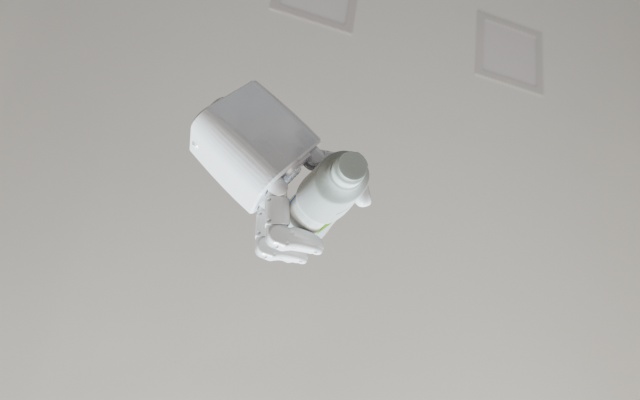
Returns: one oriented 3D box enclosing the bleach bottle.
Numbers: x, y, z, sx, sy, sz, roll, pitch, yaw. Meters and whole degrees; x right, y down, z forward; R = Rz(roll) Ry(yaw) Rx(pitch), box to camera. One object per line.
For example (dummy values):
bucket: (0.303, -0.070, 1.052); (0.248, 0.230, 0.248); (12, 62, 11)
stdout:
bleach bottle: (0.000, 0.002, 0.542); (0.102, 0.068, 0.251); (-45, -1, -24)
